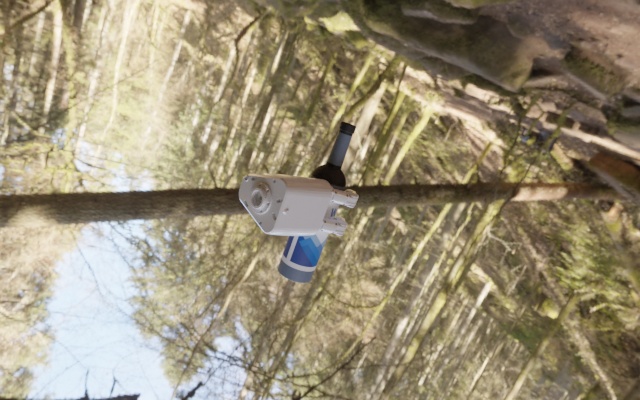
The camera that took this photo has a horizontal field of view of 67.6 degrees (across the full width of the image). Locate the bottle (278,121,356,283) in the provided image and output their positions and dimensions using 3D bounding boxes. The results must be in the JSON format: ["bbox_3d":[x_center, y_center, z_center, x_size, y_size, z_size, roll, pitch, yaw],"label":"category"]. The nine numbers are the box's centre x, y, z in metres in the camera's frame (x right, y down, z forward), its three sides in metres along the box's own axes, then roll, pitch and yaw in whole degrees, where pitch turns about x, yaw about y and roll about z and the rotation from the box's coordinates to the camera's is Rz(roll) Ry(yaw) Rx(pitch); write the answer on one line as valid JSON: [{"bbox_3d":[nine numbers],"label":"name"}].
[{"bbox_3d":[0.000,0.003,0.855,0.069,0.296,0.069,19,14,-5],"label":"bottle"}]
